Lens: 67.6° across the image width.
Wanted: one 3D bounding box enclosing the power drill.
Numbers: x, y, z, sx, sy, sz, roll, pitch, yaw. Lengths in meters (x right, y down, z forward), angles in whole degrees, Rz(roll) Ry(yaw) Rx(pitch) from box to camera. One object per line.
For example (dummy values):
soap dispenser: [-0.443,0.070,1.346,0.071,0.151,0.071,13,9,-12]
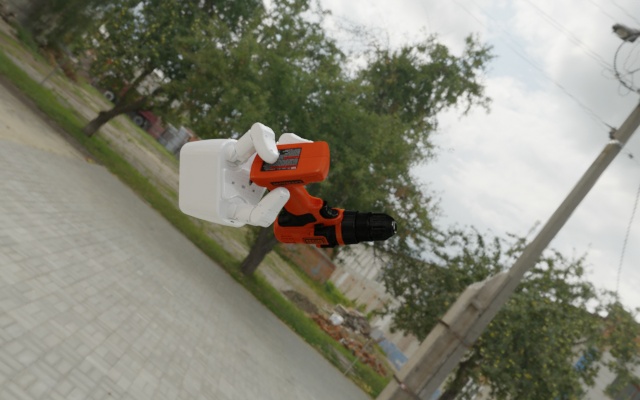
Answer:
power drill: [0.000,0.002,0.649,0.184,0.057,0.188,-4,-37,18]
